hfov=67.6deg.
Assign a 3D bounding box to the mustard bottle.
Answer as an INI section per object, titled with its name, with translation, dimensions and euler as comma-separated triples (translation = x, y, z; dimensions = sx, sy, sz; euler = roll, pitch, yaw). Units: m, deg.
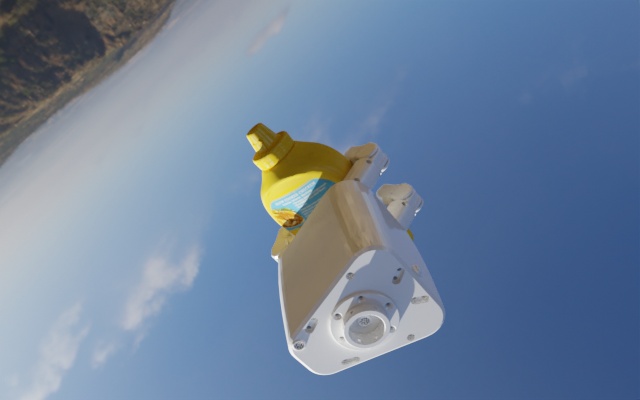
[mustard bottle]
translation = 0.000, 0.002, 0.461
dimensions = 0.096, 0.192, 0.058
euler = -27, 28, 33
